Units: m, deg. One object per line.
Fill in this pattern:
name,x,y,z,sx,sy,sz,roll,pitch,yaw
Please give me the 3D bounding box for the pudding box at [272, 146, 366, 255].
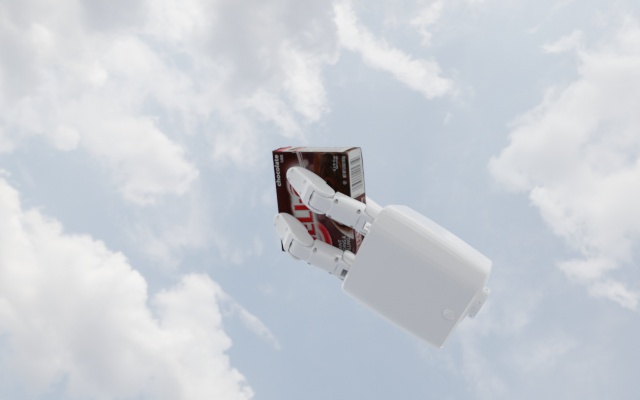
pudding box,0.000,0.002,0.490,0.090,0.113,0.039,4,14,31
